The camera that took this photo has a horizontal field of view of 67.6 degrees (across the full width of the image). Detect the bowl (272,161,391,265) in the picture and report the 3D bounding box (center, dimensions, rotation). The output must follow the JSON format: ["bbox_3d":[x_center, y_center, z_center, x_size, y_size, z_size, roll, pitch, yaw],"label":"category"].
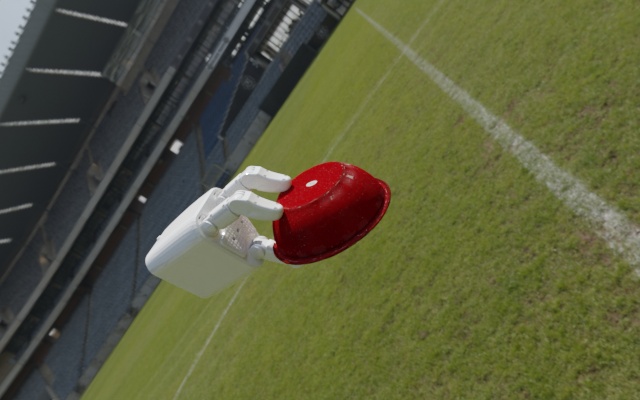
[{"bbox_3d":[0.001,0.001,0.571,0.162,0.055,0.162,-25,26,13],"label":"bowl"}]
